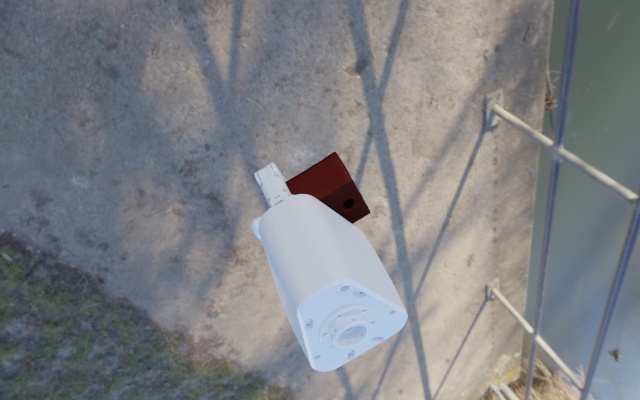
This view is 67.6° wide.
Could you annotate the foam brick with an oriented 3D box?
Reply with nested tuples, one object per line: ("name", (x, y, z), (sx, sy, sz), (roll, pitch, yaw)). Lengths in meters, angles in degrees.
("foam brick", (0.000, 0.001, 0.470), (0.078, 0.053, 0.051), (-32, 42, 1))
